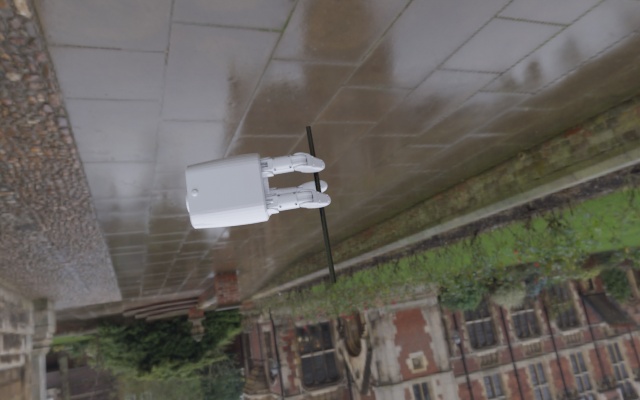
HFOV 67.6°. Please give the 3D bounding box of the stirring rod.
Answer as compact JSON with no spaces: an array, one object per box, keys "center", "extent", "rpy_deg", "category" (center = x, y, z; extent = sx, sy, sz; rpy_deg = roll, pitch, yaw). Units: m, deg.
[{"center":[0.000,0.002,0.711],"extent":[0.011,0.239,0.011],"rpy_deg":[-9,-13,-2],"category":"stirring rod"}]
